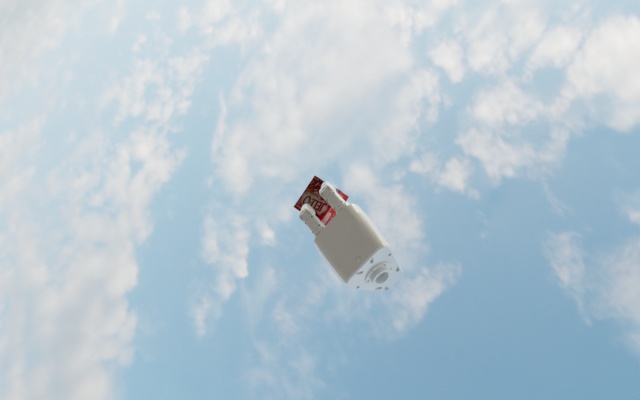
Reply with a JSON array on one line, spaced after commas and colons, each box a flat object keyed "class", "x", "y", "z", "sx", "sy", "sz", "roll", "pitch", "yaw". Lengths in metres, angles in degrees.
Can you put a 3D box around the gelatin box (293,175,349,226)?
[{"class": "gelatin box", "x": 0.000, "y": 0.003, "z": 0.874, "sx": 0.030, "sy": 0.073, "sz": 0.089, "roll": 34, "pitch": 0, "yaw": -41}]
